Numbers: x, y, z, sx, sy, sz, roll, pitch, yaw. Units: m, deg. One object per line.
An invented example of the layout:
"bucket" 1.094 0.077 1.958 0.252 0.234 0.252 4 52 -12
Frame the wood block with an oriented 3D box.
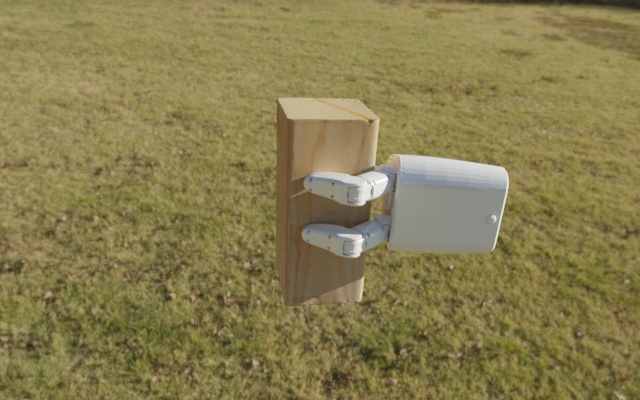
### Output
"wood block" 0.000 0.001 0.516 0.090 0.206 0.090 -2 25 -10
